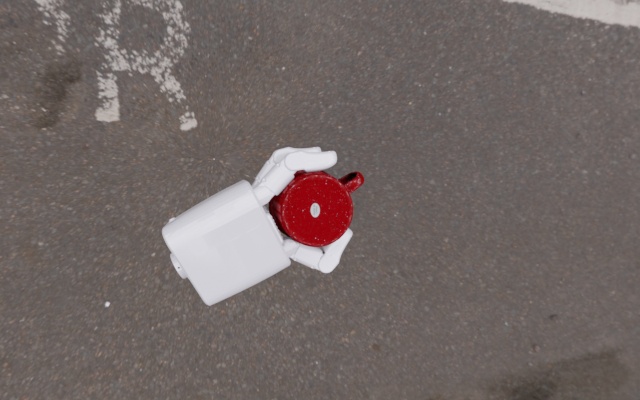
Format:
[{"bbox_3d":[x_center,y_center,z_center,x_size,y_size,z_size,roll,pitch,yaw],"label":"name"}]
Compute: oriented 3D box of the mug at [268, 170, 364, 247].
[{"bbox_3d":[0.001,0.001,0.553,0.117,0.093,0.081,-29,10,-7],"label":"mug"}]
